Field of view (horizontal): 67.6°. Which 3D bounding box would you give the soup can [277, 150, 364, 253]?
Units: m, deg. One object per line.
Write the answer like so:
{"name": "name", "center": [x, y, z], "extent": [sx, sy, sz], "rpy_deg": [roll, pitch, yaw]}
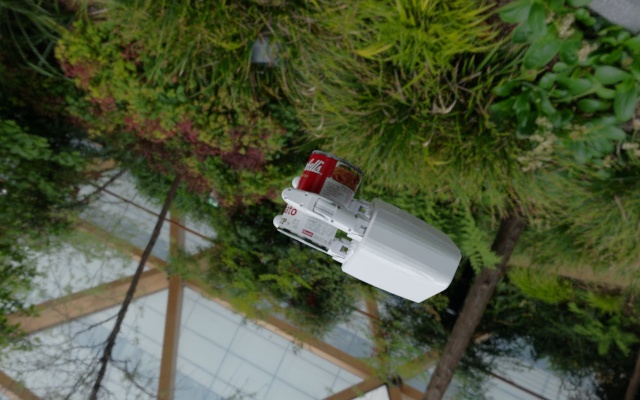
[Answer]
{"name": "soup can", "center": [0.000, 0.002, 0.562], "extent": [0.068, 0.102, 0.068], "rpy_deg": [25, -7, 3]}
